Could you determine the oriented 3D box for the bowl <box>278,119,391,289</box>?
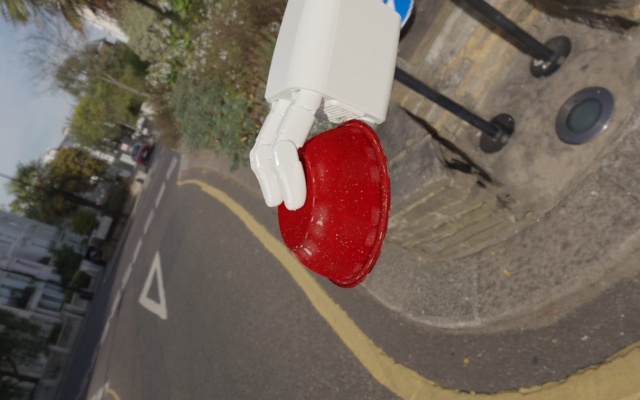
[{"bbox_3d":[0.000,0.003,0.448,0.055,0.162,0.162,3,-1,-24],"label":"bowl"}]
